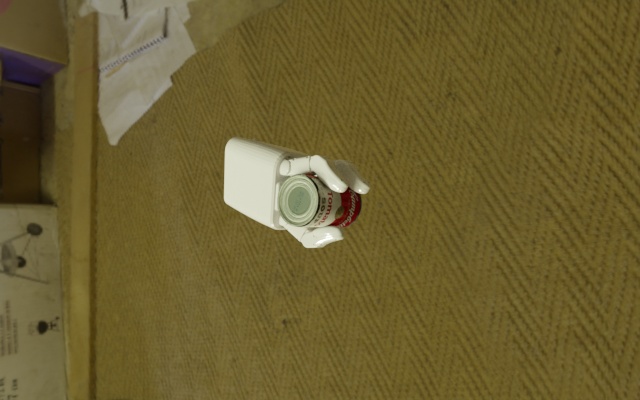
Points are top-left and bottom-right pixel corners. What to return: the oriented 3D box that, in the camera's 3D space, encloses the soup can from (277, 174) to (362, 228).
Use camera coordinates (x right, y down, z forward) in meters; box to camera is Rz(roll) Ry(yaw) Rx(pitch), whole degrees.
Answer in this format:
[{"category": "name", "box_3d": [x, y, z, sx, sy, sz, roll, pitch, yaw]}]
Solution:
[{"category": "soup can", "box_3d": [0.000, 0.002, 0.630, 0.068, 0.068, 0.102, 0, -3, 35]}]
